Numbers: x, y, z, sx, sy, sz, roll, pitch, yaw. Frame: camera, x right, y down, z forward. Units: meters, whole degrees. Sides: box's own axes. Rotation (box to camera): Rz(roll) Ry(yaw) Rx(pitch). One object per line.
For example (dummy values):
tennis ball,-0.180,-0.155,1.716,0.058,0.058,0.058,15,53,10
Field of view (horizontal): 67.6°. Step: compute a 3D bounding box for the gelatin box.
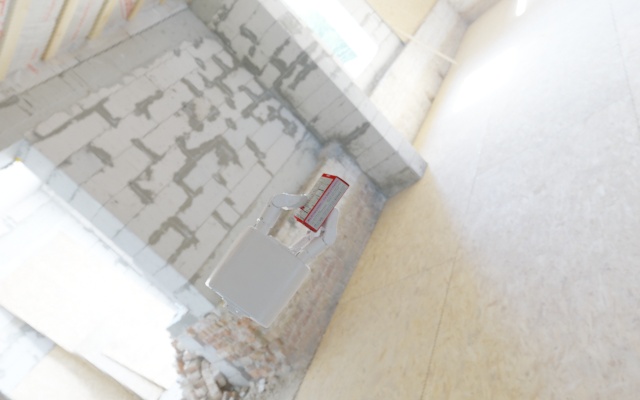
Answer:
gelatin box,0.000,0.002,0.734,0.030,0.089,0.073,36,-3,-15
